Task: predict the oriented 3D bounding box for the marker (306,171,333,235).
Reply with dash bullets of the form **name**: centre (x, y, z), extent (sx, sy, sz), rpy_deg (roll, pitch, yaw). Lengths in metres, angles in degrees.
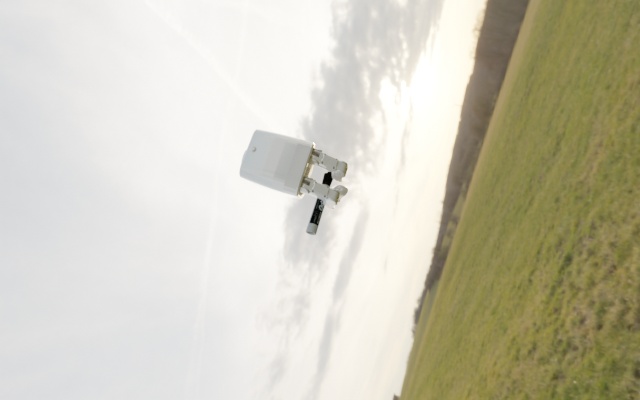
- **marker**: centre (0.000, 0.003, 0.842), extent (0.020, 0.121, 0.020), rpy_deg (15, -21, 6)
